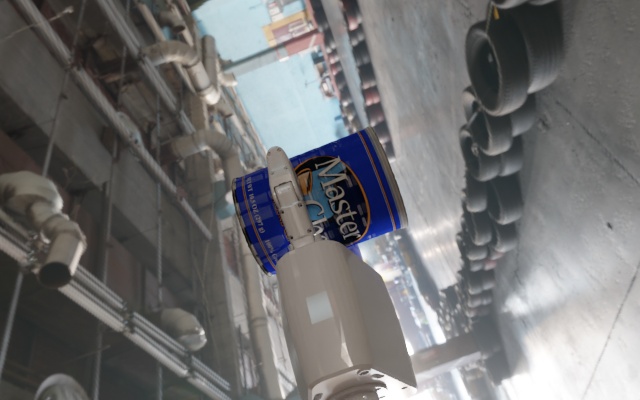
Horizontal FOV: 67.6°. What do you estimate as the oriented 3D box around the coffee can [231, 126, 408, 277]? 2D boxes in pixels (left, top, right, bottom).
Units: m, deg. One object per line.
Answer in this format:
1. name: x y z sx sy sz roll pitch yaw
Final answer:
1. coffee can: 0.000 0.001 0.460 0.140 0.103 0.103 -21 -1 3
